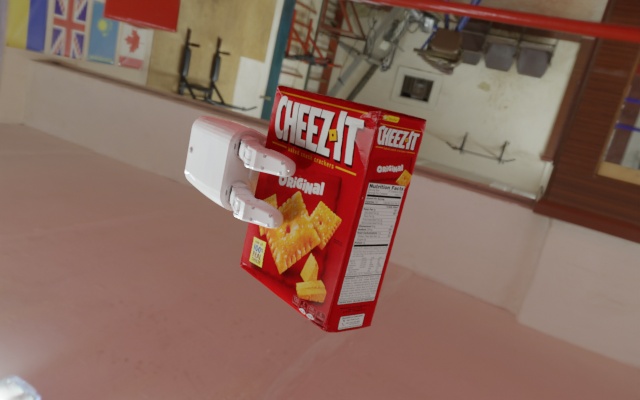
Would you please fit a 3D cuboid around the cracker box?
[{"bbox_3d":[0.000,0.002,0.495,0.072,0.214,0.164,2,16,-41],"label":"cracker box"}]
